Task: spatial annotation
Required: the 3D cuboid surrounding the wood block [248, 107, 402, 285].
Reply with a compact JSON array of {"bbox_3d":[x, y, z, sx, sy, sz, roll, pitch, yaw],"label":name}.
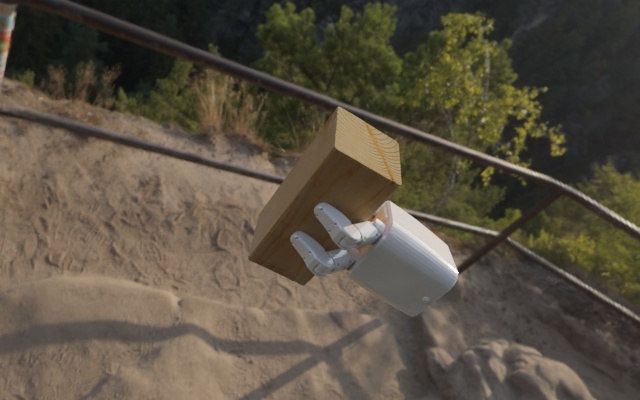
[{"bbox_3d":[0.001,0.002,0.592,0.090,0.090,0.206,28,-53,-16],"label":"wood block"}]
